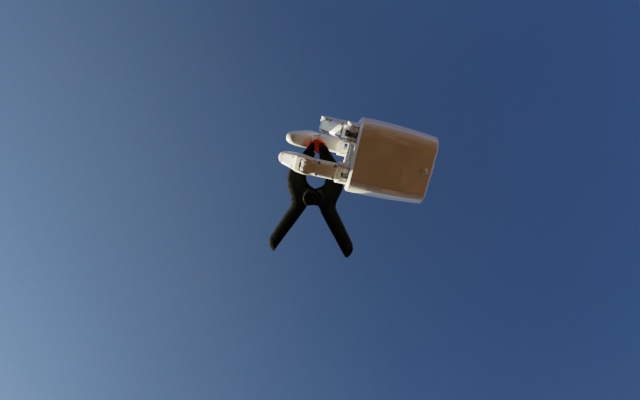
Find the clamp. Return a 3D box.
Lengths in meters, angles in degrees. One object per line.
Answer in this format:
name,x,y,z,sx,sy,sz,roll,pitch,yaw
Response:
clamp,0.000,0.002,0.676,0.120,0.171,0.039,12,13,-4
